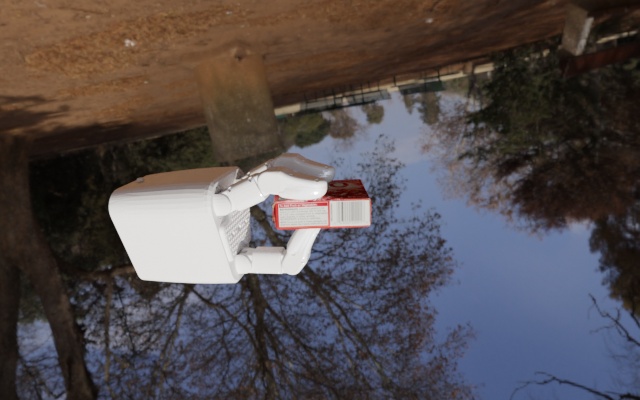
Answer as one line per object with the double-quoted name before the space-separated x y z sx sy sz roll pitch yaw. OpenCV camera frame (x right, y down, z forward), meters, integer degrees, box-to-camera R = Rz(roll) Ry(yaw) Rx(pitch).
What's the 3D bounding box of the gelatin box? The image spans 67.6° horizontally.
"gelatin box" 0.000 0.002 0.461 0.089 0.030 0.073 -2 16 -2
